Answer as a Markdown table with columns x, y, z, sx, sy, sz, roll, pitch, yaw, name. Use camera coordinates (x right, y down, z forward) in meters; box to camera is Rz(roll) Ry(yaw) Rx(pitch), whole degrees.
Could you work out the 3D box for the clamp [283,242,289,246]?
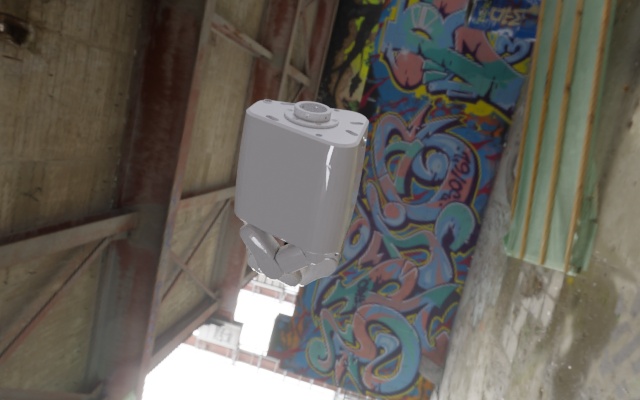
| x | y | z | sx | sy | sz | roll | pitch | yaw | name |
| --- | --- | --- | --- | --- | --- | --- | --- | --- | --- |
| -0.001 | 0.002 | 0.547 | 0.039 | 0.120 | 0.171 | 14 | 29 | 7 | clamp |
